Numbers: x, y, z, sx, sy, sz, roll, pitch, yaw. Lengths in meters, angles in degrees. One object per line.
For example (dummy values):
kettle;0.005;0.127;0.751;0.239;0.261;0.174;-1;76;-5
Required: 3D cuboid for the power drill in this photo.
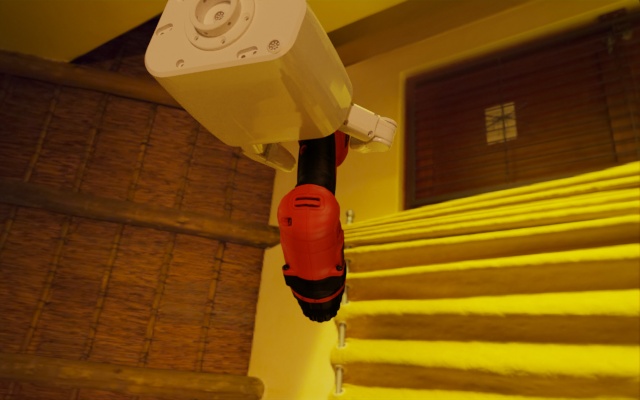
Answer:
power drill;0.000;0.001;0.445;0.057;0.187;0.185;0;-36;2
